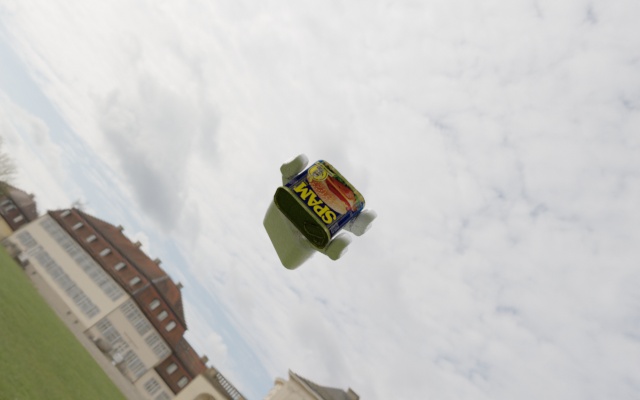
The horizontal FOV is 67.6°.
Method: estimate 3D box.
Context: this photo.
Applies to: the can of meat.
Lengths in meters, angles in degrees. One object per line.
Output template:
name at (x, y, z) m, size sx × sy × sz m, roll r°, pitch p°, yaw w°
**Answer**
can of meat at (0.000, 0.002, 0.669) m, size 0.084 × 0.102 × 0.057 m, roll -39°, pitch -10°, yaw -30°
